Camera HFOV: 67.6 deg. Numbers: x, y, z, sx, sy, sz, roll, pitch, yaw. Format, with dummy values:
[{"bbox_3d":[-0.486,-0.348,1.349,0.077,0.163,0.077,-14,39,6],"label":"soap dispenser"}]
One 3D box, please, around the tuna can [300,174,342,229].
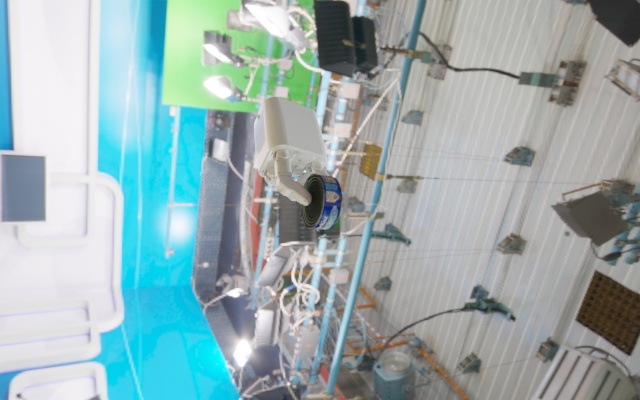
[{"bbox_3d":[0.001,0.003,0.745,0.034,0.086,0.086,6,-3,-25],"label":"tuna can"}]
